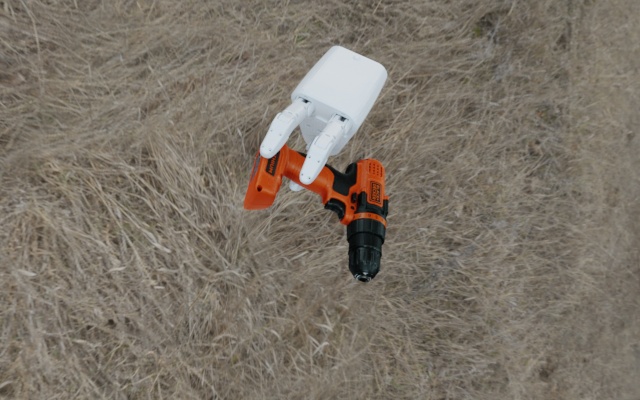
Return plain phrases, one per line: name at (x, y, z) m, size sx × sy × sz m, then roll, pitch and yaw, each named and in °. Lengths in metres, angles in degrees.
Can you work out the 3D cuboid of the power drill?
power drill at (0.000, 0.002, 0.617) m, size 0.188 × 0.184 × 0.057 m, roll 20°, pitch -39°, yaw -17°
